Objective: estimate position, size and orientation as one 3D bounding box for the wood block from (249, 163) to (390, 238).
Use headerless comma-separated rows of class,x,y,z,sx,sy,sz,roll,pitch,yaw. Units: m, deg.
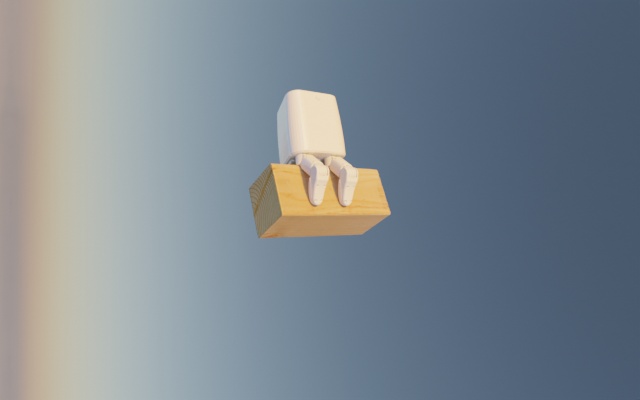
wood block,0.000,0.002,0.787,0.206,0.090,0.091,1,-26,-33
